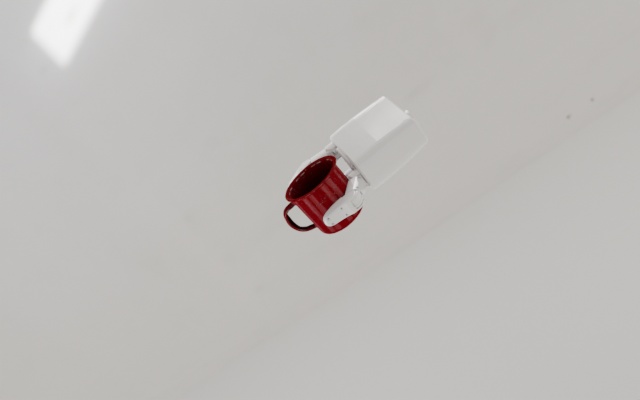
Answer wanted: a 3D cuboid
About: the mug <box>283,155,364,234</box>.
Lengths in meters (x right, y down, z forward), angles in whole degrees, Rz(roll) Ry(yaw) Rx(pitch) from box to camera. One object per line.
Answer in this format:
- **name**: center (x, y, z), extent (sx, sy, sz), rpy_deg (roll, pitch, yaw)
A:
- **mug**: center (-0.001, 0.003, 0.701), extent (0.117, 0.081, 0.093), rpy_deg (-39, 24, 6)
